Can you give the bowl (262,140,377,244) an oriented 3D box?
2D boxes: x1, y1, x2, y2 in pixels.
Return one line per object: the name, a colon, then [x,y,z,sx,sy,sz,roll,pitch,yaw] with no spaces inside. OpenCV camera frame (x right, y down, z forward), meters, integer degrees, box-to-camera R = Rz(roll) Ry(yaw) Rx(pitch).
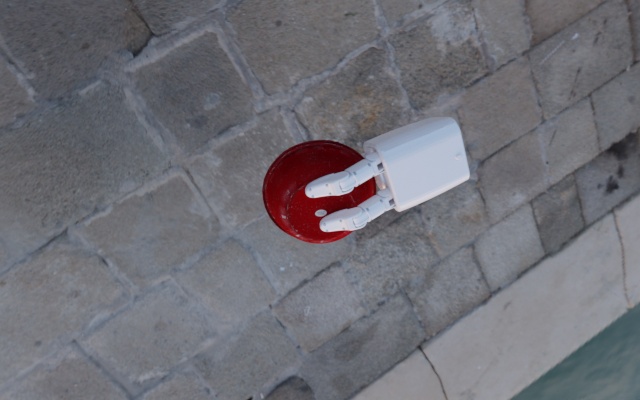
bowl: [-0.001,0.003,0.650,0.162,0.162,0.055,0,29,-3]
